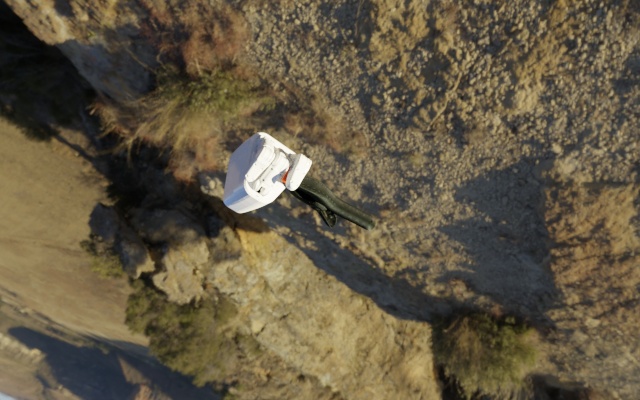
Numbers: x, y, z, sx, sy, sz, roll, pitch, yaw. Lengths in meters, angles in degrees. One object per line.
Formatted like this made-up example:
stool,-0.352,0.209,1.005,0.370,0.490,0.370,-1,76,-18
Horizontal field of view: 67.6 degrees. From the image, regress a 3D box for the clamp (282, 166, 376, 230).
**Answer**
clamp,0.000,0.003,0.805,0.171,0.039,0.120,36,-27,-21
